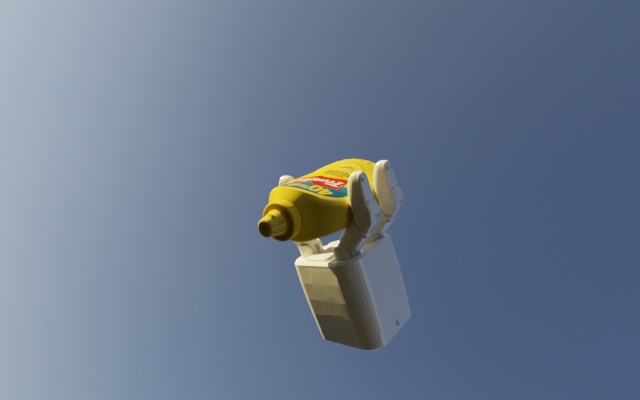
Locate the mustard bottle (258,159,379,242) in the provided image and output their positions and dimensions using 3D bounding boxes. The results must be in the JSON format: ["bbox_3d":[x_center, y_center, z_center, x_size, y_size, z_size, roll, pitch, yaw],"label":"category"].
[{"bbox_3d":[0.000,0.001,0.528,0.096,0.058,0.191,15,24,31],"label":"mustard bottle"}]
